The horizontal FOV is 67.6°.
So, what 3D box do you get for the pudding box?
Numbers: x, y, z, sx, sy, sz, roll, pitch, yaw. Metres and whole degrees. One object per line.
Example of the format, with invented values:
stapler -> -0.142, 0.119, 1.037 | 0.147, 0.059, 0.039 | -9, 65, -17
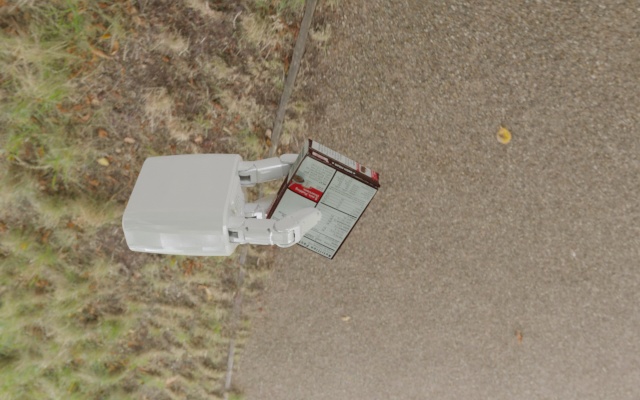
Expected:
pudding box -> 0.000, 0.002, 0.527 | 0.090, 0.113, 0.039 | 25, 31, -12
